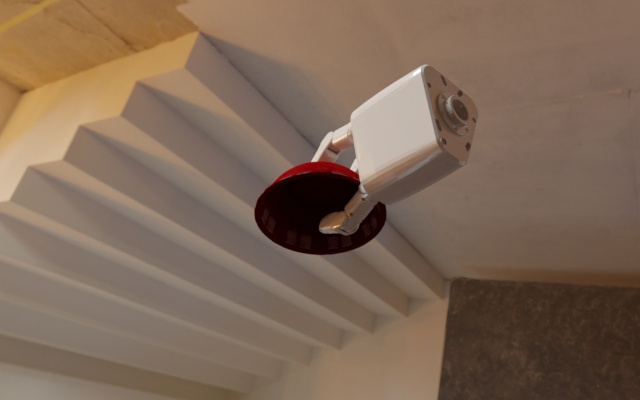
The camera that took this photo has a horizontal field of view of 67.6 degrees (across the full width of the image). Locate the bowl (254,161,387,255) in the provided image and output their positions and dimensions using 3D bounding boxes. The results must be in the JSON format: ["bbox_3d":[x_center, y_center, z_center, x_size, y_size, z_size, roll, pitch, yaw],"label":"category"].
[{"bbox_3d":[-0.001,0.002,0.601,0.162,0.055,0.162,0,-41,0],"label":"bowl"}]
